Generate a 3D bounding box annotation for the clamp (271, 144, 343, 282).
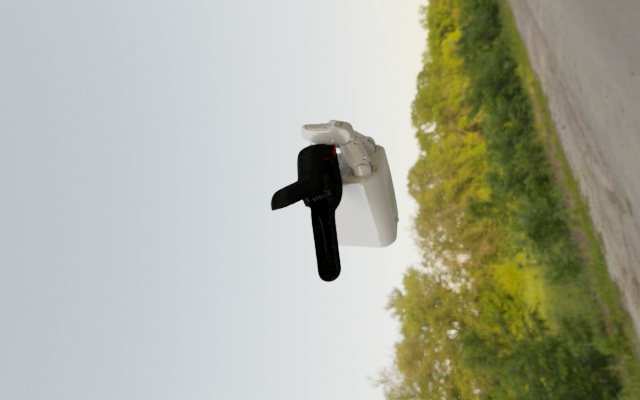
[{"bbox_3d":[0.000,0.002,0.523,0.039,0.120,0.171,-9,30,21],"label":"clamp"}]
